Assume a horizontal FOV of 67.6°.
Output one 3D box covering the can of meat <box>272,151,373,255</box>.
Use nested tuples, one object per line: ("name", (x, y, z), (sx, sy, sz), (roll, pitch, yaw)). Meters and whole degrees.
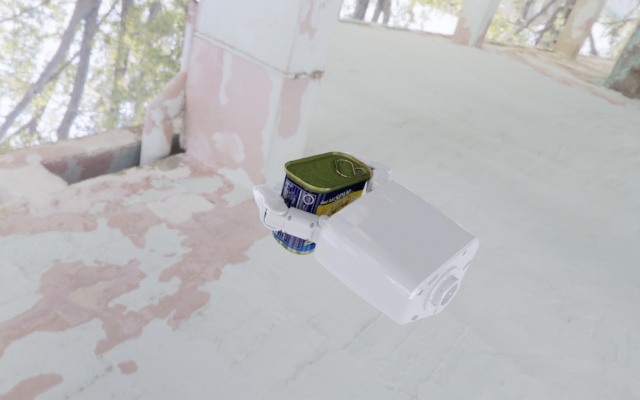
("can of meat", (0.000, 0.002, 0.511), (0.057, 0.084, 0.102), (34, 33, 29))
